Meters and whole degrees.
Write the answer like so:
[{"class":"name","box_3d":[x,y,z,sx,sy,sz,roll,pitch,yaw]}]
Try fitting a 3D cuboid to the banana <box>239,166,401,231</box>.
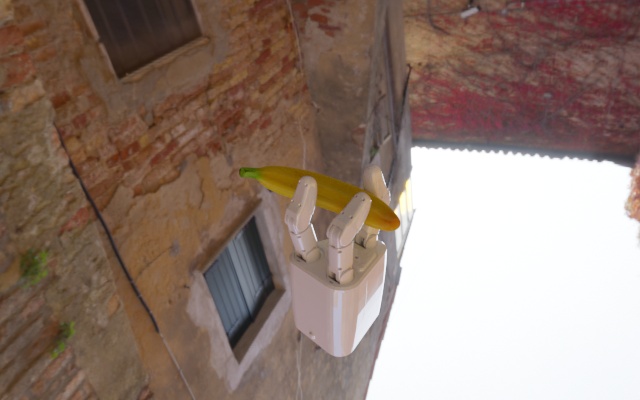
[{"class":"banana","box_3d":[0.004,-0.005,0.559,0.198,0.037,0.069,17,24,18]}]
